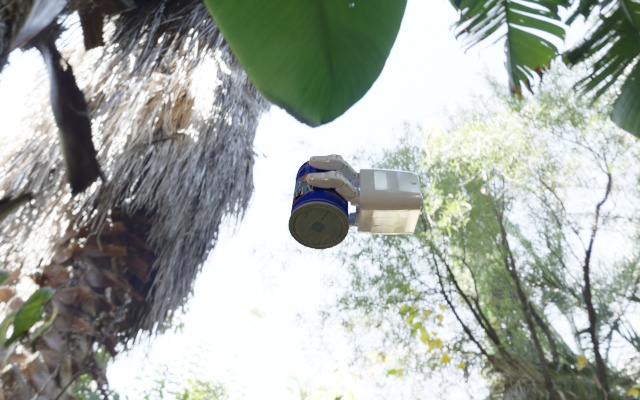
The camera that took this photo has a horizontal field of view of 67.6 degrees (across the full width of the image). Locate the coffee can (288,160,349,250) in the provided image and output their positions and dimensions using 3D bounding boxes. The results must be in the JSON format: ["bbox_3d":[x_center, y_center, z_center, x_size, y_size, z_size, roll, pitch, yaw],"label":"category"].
[{"bbox_3d":[0.000,0.003,0.850,0.103,0.103,0.140,0,38,4],"label":"coffee can"}]
